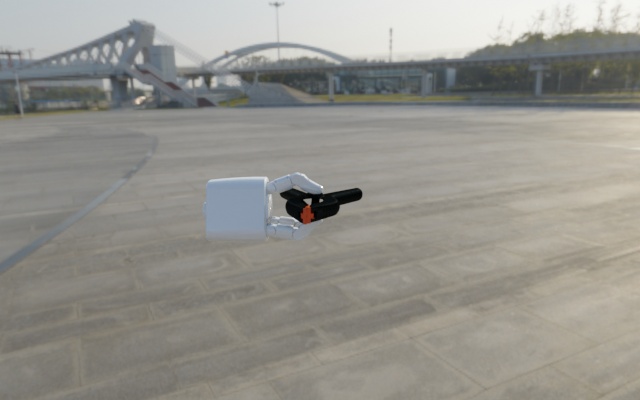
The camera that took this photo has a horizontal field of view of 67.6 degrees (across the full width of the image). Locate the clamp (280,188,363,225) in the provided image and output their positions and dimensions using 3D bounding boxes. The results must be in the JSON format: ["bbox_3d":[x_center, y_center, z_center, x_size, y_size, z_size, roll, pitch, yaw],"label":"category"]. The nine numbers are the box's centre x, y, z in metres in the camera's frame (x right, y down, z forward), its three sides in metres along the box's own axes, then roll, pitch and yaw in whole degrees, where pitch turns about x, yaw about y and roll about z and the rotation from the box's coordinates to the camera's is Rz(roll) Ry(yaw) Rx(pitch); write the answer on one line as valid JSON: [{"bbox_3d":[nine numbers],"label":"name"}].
[{"bbox_3d":[0.000,0.002,0.864,0.164,0.036,0.210,-1,12,0],"label":"clamp"}]
